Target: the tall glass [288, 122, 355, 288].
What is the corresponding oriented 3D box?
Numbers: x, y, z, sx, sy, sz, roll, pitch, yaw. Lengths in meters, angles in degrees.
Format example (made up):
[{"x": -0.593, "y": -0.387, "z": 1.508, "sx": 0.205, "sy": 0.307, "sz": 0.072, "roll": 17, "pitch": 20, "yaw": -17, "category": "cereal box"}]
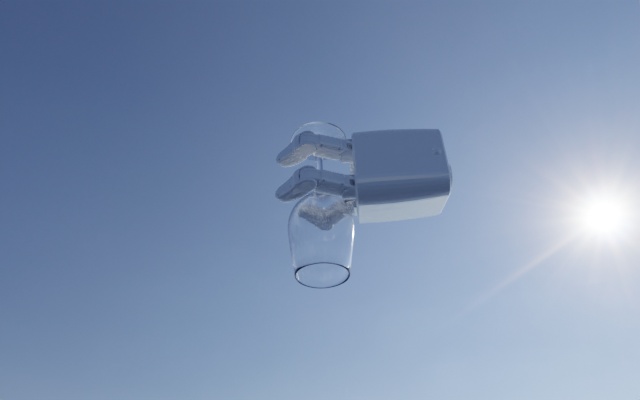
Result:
[{"x": 0.000, "y": 0.001, "z": 0.578, "sx": 0.079, "sy": 0.201, "sz": 0.079, "roll": -1, "pitch": -36, "yaw": -1, "category": "tall glass"}]
